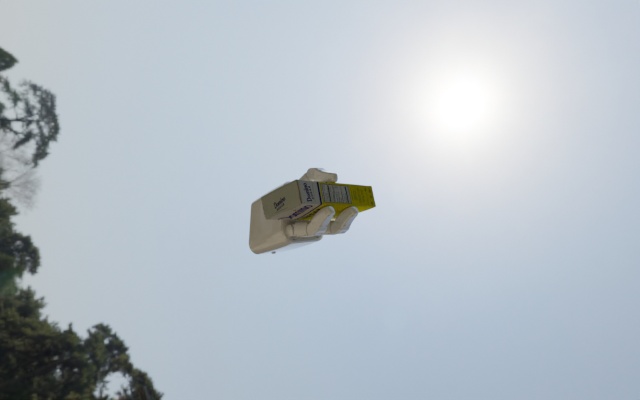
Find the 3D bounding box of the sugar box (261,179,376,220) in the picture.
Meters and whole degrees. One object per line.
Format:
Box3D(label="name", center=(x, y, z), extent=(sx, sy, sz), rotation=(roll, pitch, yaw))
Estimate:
Box3D(label="sugar box", center=(0.000, 0.003, 0.789), extent=(0.176, 0.048, 0.093), rotation=(-1, -16, -45))
